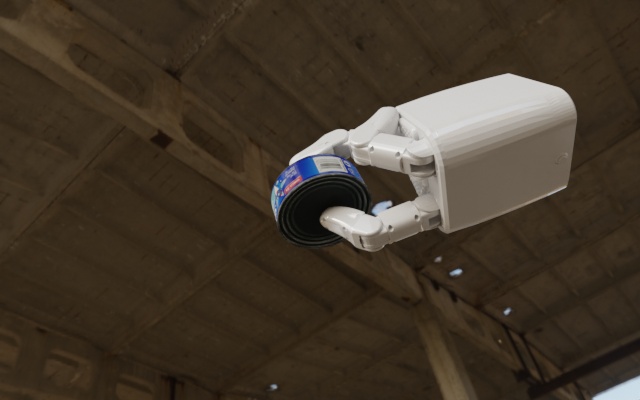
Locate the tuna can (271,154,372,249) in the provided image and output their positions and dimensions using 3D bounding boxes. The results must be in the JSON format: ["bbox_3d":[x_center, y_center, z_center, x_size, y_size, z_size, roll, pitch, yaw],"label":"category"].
[{"bbox_3d":[0.000,0.001,0.424,0.086,0.086,0.033,0,40,-21],"label":"tuna can"}]
